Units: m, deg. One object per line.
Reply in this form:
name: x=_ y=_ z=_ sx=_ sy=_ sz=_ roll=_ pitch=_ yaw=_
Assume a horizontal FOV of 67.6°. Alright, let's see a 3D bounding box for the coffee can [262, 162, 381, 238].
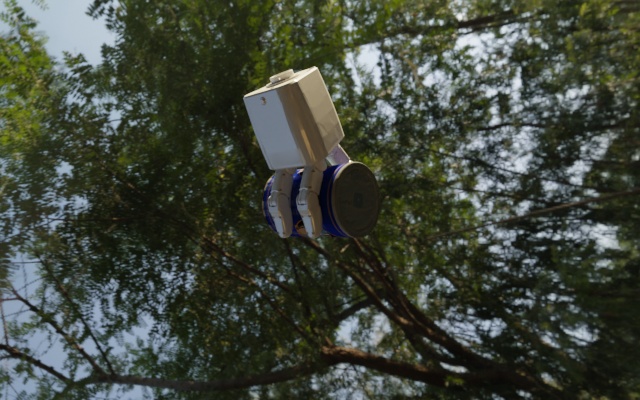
coffee can: x=0.000 y=0.002 z=0.686 sx=0.140 sy=0.103 sz=0.103 roll=-3 pitch=-2 yaw=41
